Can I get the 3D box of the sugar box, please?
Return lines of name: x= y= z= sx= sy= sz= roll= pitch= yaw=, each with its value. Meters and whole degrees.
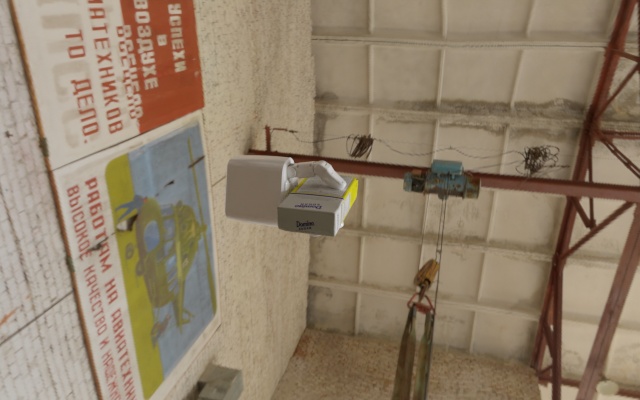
sugar box: x=0.000 y=0.003 z=0.789 sx=0.093 sy=0.048 sz=0.176 roll=6 pitch=24 yaw=14
